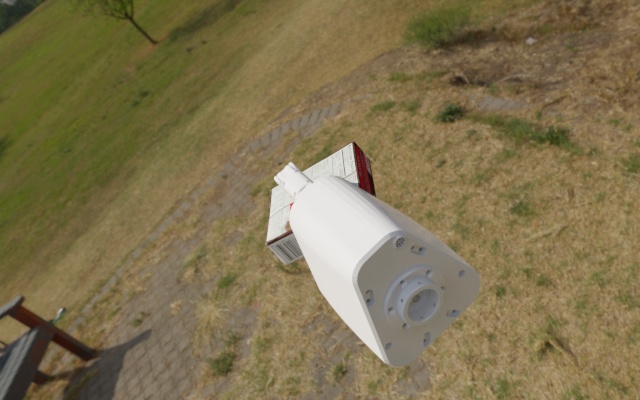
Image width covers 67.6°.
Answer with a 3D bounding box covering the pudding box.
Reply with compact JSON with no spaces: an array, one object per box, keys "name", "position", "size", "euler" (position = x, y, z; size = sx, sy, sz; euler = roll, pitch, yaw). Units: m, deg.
[{"name":"pudding box","position":[0.000,0.001,0.480],"size":[0.113,0.039,0.090],"euler":[-27,34,20]}]
